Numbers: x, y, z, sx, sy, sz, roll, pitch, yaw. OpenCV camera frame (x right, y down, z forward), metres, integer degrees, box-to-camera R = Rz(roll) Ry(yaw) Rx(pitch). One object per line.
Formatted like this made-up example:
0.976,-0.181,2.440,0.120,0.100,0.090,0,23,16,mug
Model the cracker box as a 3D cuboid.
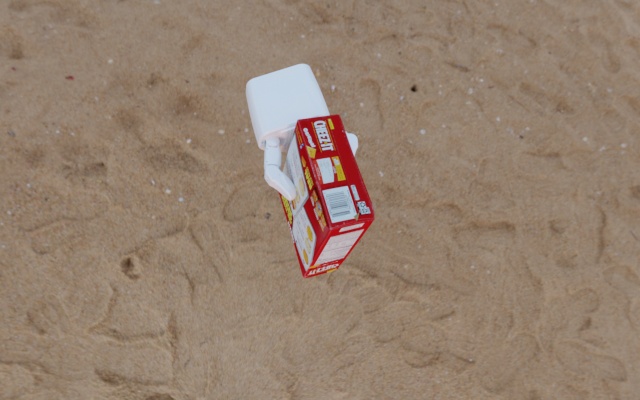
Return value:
0.000,0.002,0.707,0.072,0.164,0.214,-11,-23,-16,cracker box
